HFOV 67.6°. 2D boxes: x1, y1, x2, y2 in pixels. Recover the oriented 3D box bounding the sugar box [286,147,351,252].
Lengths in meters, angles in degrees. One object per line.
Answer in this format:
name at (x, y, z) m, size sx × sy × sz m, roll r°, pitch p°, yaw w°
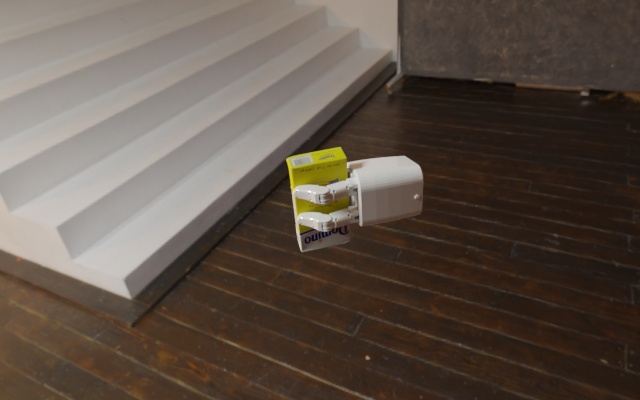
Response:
sugar box at (0.000, 0.003, 0.806) m, size 0.093 × 0.176 × 0.048 m, roll -11°, pitch 34°, yaw -7°
